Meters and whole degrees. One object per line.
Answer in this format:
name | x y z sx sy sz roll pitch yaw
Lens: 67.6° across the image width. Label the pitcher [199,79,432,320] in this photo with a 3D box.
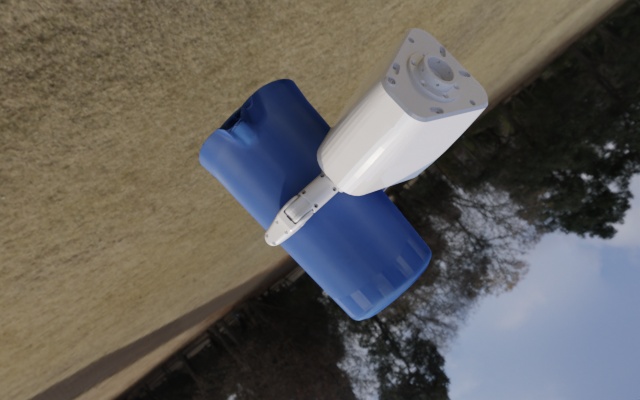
pitcher | 0.000 0.002 0.514 0.149 0.243 0.145 -37 -8 -40
